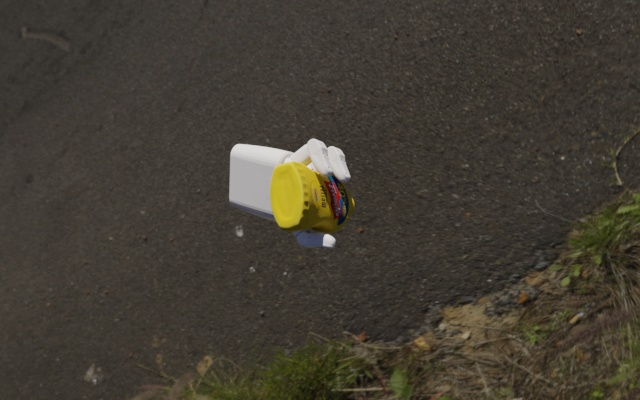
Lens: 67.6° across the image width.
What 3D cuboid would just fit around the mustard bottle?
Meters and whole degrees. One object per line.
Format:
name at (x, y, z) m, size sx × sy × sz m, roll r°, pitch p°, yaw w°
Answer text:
mustard bottle at (0.000, 0.002, 0.735) m, size 0.058 × 0.096 × 0.191 m, roll -13°, pitch -12°, yaw 29°
